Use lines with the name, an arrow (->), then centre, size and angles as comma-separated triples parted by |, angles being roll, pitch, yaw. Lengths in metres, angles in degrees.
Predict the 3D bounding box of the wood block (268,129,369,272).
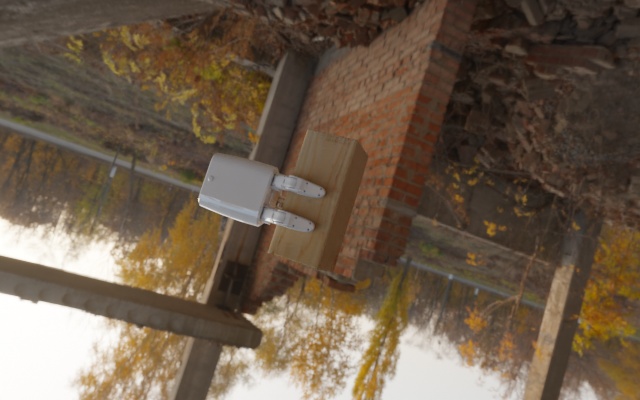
wood block -> 0.000, 0.003, 0.776 | 0.090, 0.206, 0.091 | 15, -6, 19
